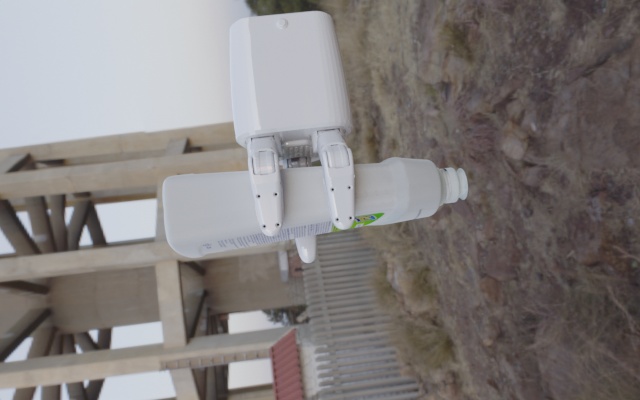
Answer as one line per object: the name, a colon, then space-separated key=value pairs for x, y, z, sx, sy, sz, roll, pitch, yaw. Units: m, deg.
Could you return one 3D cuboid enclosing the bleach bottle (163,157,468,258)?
bleach bottle: x=0.000 y=0.001 z=0.421 sx=0.251 sy=0.068 sz=0.102 roll=-7 pitch=-9 yaw=-4
